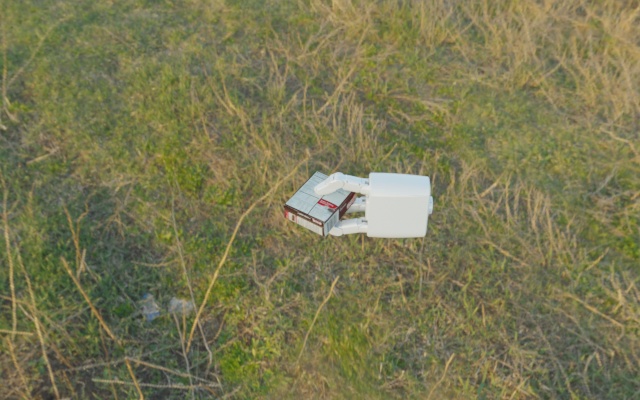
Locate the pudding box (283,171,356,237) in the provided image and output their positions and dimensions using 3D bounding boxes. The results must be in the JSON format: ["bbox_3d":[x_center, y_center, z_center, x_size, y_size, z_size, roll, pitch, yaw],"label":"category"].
[{"bbox_3d":[0.000,0.003,0.872,0.090,0.039,0.113,24,48,23],"label":"pudding box"}]
